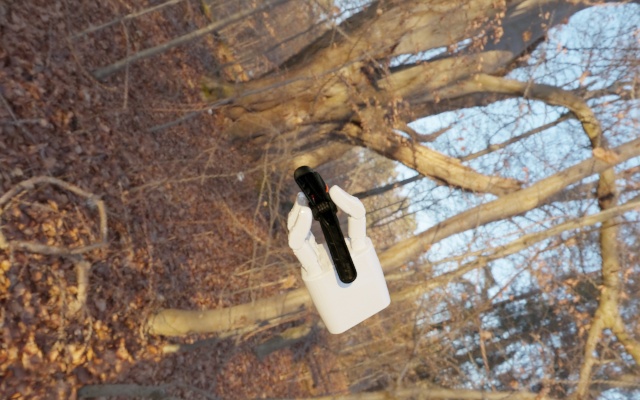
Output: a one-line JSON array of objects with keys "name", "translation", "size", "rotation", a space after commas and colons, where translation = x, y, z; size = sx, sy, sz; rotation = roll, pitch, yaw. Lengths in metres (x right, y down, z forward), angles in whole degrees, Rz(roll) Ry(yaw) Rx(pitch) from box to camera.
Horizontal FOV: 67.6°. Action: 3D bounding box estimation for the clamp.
[{"name": "clamp", "translation": [0.001, 0.002, 0.676], "size": [0.036, 0.165, 0.210], "rotation": [-22, 22, 3]}]
